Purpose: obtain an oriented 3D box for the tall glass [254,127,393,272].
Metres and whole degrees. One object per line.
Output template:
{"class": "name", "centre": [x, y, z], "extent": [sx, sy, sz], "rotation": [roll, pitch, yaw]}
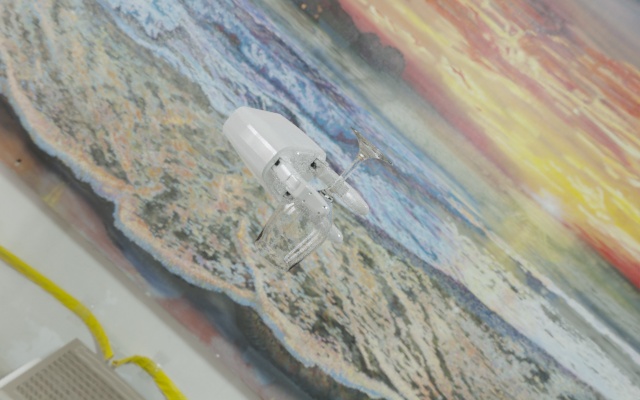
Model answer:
{"class": "tall glass", "centre": [0.001, 0.002, 0.629], "extent": [0.079, 0.201, 0.079], "rotation": [41, 7, -6]}
